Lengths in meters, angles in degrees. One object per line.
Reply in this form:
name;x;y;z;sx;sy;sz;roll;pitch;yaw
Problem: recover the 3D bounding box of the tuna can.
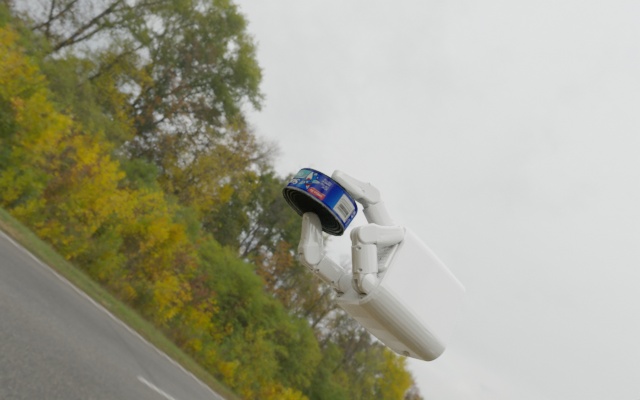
tuna can;0.000;0.001;0.548;0.086;0.033;0.086;33;-19;13
